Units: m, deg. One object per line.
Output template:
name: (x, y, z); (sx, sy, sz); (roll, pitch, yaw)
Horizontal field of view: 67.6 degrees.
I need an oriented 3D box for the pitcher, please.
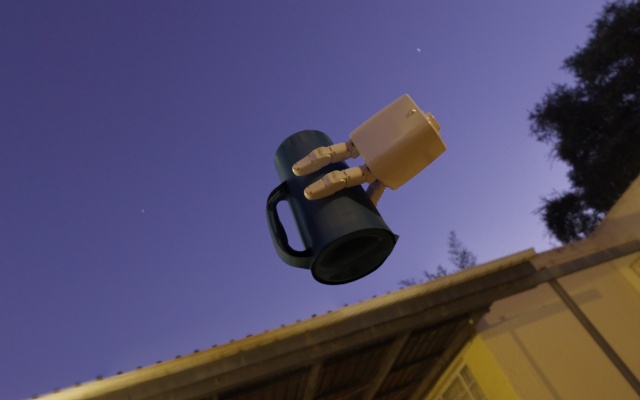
pitcher: (0.000, 0.002, 0.750); (0.145, 0.242, 0.149); (-38, -39, 14)
